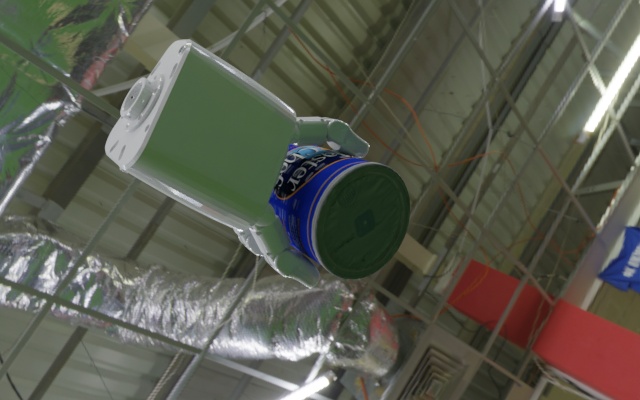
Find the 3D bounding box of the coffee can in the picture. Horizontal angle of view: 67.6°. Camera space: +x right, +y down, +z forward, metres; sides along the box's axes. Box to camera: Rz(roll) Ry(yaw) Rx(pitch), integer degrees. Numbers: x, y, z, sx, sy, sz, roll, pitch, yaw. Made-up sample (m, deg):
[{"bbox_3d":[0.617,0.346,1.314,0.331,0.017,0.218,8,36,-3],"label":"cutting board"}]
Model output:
[{"bbox_3d":[0.000,0.002,0.457,0.103,0.103,0.140,0,15,-35],"label":"coffee can"}]
